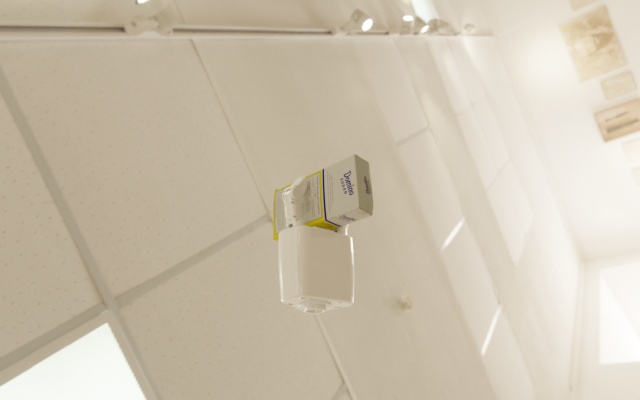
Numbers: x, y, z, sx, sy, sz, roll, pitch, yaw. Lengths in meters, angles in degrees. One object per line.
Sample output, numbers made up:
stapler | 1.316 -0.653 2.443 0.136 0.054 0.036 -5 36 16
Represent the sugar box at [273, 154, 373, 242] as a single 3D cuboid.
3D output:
sugar box | 0.000 0.003 0.760 0.176 0.093 0.048 -20 -30 34
